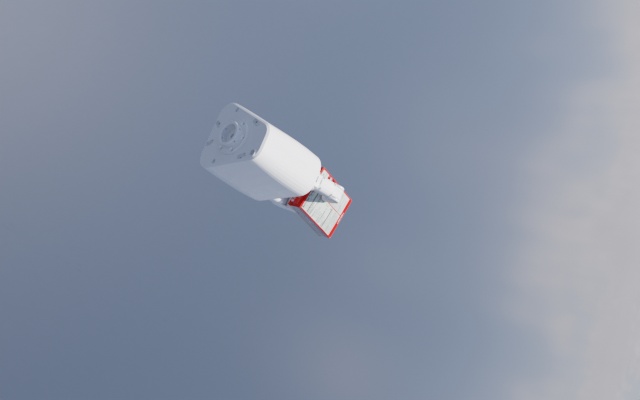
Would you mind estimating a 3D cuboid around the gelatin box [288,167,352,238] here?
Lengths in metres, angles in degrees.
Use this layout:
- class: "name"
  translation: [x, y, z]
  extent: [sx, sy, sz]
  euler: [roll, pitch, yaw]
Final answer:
- class: "gelatin box"
  translation: [0.001, 0.003, 0.721]
  extent: [0.030, 0.073, 0.089]
  euler: [11, -28, 45]
